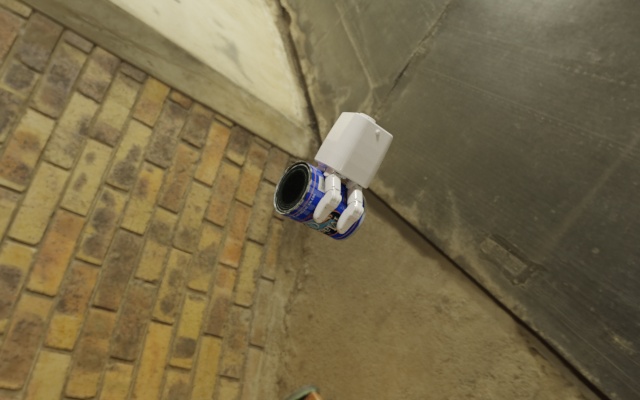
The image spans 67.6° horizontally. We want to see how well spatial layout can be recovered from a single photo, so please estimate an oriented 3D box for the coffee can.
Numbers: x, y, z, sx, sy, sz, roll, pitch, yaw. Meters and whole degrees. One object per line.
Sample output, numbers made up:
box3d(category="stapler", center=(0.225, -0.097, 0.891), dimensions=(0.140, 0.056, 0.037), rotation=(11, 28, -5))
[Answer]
box3d(category="coffee can", center=(0.000, 0.003, 0.873), dimensions=(0.140, 0.102, 0.103), rotation=(27, -16, -35))
